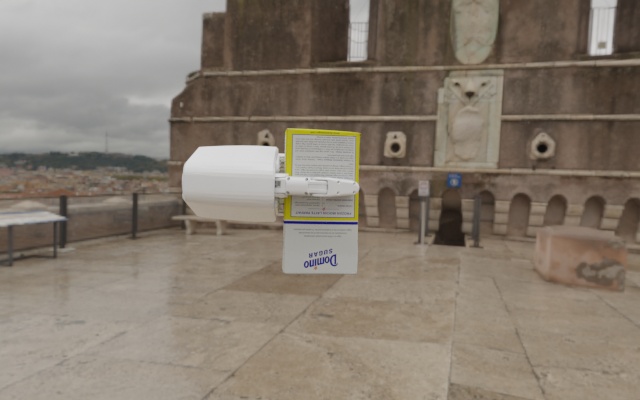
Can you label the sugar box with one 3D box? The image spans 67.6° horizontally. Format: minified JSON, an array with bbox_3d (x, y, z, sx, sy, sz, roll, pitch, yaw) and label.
[{"bbox_3d":[0.000,0.002,0.595,0.093,0.176,0.048,2,3,-6],"label":"sugar box"}]
